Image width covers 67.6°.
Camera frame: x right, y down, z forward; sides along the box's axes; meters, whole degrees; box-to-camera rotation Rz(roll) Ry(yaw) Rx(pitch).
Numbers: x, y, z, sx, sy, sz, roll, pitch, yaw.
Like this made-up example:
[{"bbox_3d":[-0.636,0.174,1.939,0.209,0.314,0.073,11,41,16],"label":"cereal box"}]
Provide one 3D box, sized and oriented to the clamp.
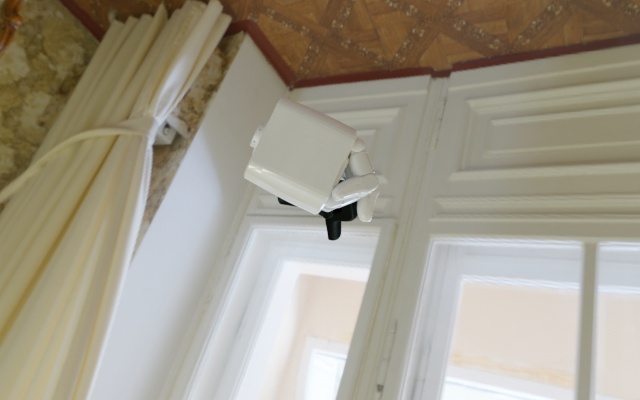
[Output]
[{"bbox_3d":[0.000,0.003,0.705,0.120,0.039,0.171,28,-27,-5],"label":"clamp"}]
